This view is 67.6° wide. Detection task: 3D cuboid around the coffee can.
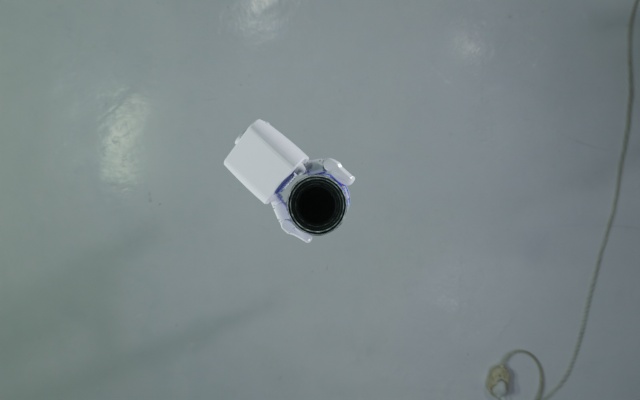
[{"bbox_3d":[0.000,0.003,0.856,0.103,0.103,0.140,0,4,5],"label":"coffee can"}]
